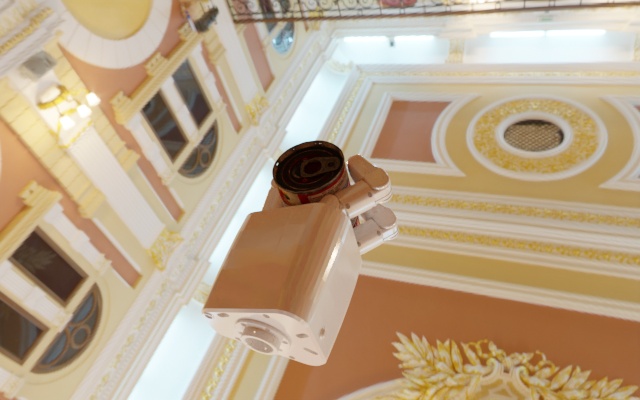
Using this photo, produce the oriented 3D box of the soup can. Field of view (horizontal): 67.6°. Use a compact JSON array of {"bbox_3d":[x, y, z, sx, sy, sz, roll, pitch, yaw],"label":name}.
[{"bbox_3d":[0.000,0.001,0.469,0.068,0.068,0.102,0,-42,18],"label":"soup can"}]
